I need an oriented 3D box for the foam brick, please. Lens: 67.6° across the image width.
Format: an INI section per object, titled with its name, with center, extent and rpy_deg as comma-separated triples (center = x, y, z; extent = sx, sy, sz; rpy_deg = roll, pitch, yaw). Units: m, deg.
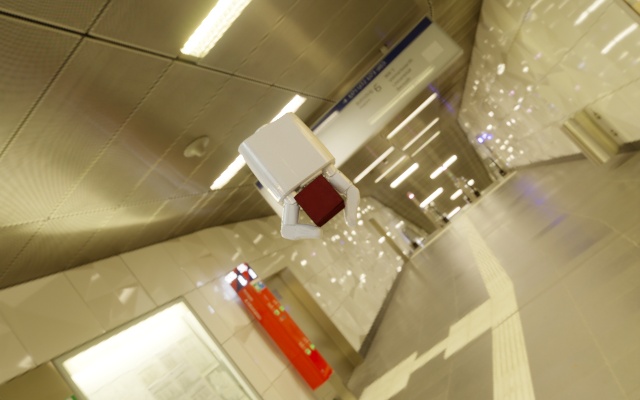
[foam brick]
center = 0.000, 0.002, 0.690
extent = 0.053, 0.051, 0.078
rpy_deg = -39, -7, -1
